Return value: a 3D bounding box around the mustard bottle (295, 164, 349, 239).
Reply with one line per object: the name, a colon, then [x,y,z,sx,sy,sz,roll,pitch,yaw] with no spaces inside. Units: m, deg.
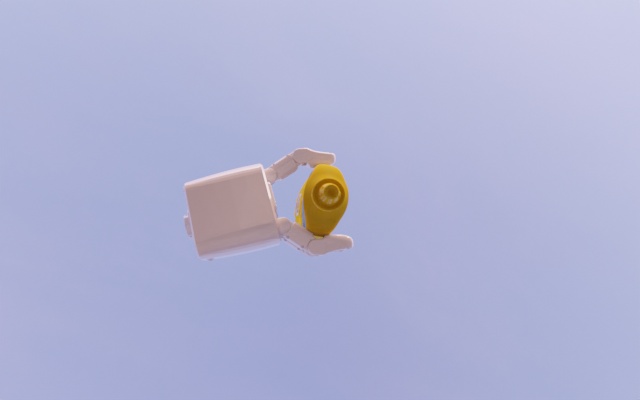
mustard bottle: [0.000,0.002,0.648,0.058,0.096,0.191,11,-9,-5]
